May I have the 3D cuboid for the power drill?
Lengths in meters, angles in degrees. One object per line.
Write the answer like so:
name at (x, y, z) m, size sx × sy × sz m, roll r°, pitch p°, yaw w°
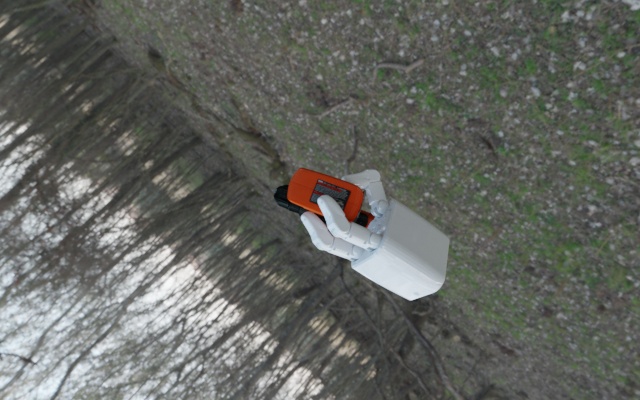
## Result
power drill at (0.000, 0.003, 0.751) m, size 0.184 × 0.057 × 0.188 m, roll 18°, pitch -7°, yaw 8°
